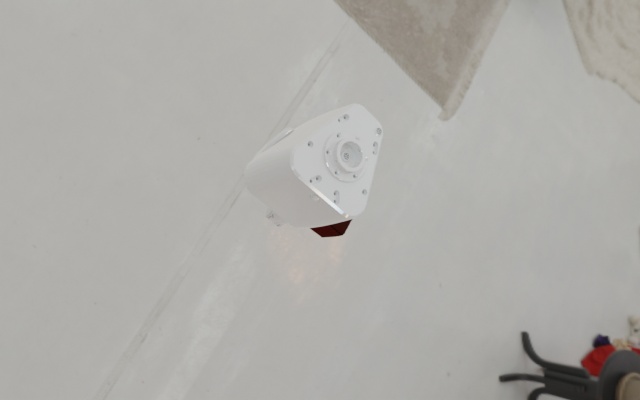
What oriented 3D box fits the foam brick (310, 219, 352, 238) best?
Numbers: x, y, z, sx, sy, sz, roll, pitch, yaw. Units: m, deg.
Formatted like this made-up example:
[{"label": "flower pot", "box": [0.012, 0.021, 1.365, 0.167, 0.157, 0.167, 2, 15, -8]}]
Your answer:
[{"label": "foam brick", "box": [0.000, 0.002, 0.578, 0.078, 0.053, 0.051, 40, -25, -20]}]
